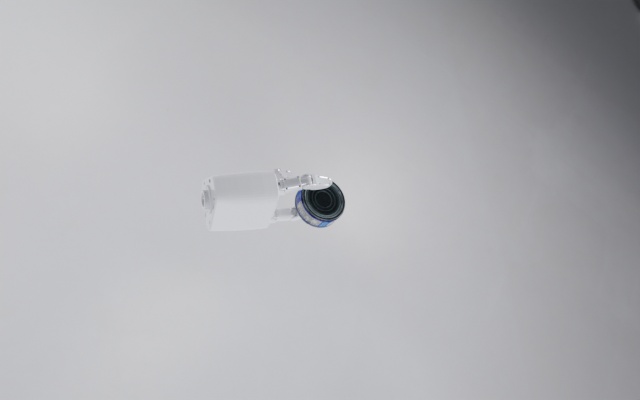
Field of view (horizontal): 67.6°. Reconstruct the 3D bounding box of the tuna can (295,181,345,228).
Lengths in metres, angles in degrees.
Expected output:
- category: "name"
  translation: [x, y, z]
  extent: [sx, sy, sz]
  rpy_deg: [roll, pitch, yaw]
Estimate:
- category: "tuna can"
  translation: [0.000, 0.003, 0.843]
  extent: [0.086, 0.086, 0.034]
  rpy_deg: [0, -23, -26]
